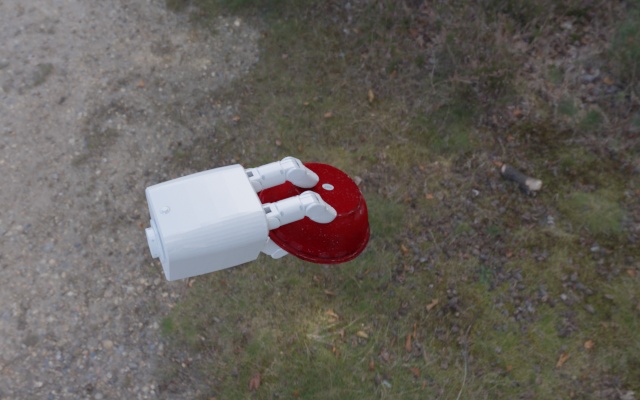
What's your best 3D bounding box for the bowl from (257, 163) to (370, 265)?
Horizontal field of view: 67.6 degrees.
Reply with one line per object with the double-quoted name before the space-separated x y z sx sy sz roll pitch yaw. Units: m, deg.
"bowl" 0.001 0.001 0.618 0.162 0.162 0.055 0 -42 -27
